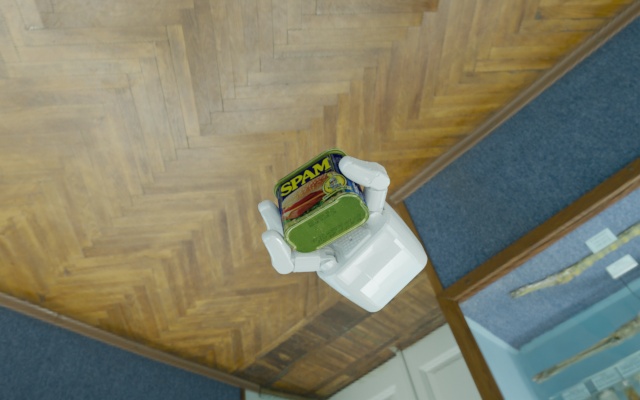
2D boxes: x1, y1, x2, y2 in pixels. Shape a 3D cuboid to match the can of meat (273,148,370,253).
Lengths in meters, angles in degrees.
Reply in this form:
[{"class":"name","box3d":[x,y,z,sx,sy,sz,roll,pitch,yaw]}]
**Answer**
[{"class":"can of meat","box3d":[0.000,0.002,0.545,0.102,0.084,0.057,-31,-51,14]}]
